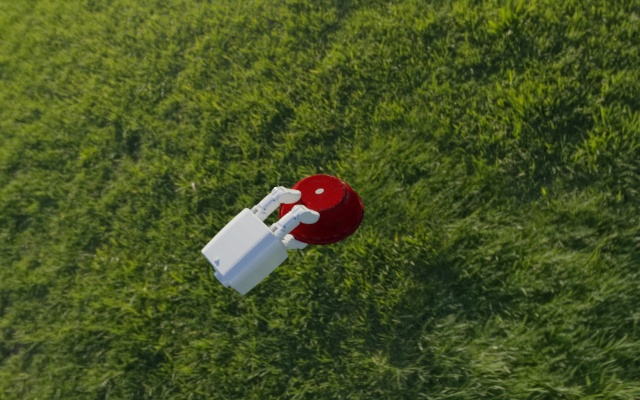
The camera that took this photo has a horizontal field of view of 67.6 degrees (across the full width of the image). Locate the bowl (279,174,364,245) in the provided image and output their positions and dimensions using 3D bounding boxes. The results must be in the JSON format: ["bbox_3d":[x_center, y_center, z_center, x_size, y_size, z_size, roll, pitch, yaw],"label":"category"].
[{"bbox_3d":[0.001,0.002,0.882,0.162,0.162,0.055,0,-43,5],"label":"bowl"}]
